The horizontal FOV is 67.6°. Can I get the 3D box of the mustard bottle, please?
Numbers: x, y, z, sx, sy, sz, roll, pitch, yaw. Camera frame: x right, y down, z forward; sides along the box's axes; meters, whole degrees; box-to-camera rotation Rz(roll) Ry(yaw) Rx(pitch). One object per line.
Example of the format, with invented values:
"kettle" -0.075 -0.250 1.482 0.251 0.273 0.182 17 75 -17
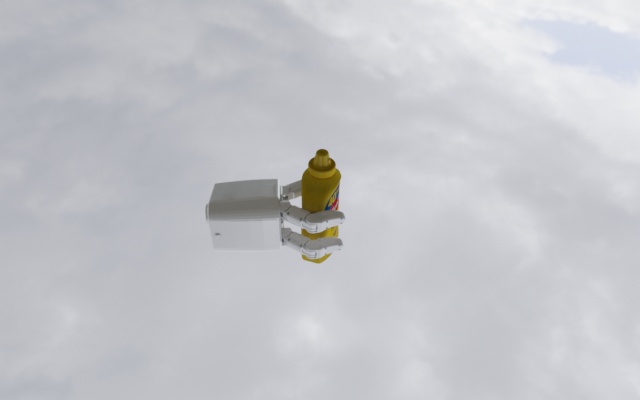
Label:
"mustard bottle" 0.000 0.003 0.744 0.058 0.192 0.096 14 43 15
